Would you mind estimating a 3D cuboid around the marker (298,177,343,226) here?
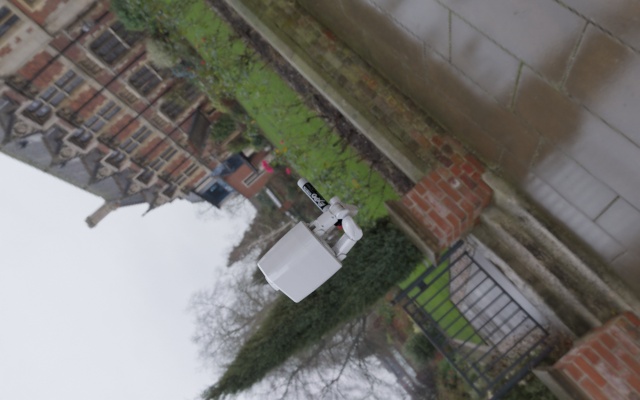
[{"bbox_3d":[0.000,0.003,0.840,0.020,0.020,0.121,0,39,-47],"label":"marker"}]
